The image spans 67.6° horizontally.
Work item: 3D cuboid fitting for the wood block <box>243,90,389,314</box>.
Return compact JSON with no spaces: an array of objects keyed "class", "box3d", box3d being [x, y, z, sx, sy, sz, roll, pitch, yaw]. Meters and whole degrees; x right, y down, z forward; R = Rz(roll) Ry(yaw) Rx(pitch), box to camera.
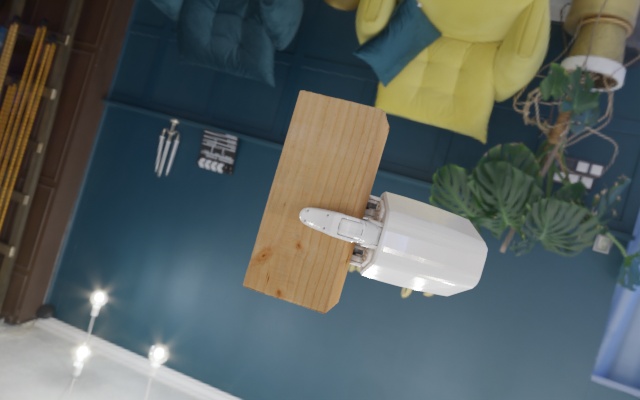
[{"class":"wood block","box3d":[0.000,0.002,0.510,0.090,0.206,0.091,16,-1,12]}]
